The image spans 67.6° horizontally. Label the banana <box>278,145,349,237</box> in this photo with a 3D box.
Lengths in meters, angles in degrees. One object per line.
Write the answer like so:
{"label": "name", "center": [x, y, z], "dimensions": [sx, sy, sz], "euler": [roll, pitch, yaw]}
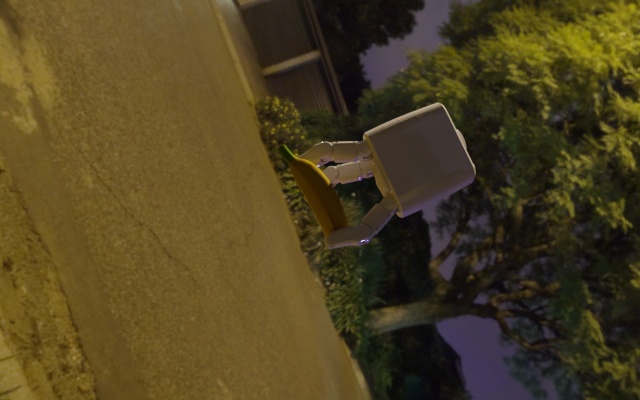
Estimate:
{"label": "banana", "center": [0.007, 0.010, 0.614], "dimensions": [0.037, 0.198, 0.069], "euler": [-31, 44, -5]}
